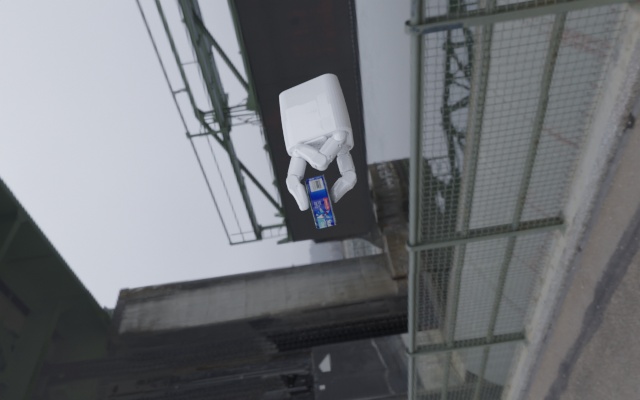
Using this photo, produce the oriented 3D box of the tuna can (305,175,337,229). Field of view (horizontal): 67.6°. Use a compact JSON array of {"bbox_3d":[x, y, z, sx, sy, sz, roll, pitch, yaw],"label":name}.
[{"bbox_3d":[0.000,0.003,0.787,0.034,0.086,0.086,-14,0,0],"label":"tuna can"}]
